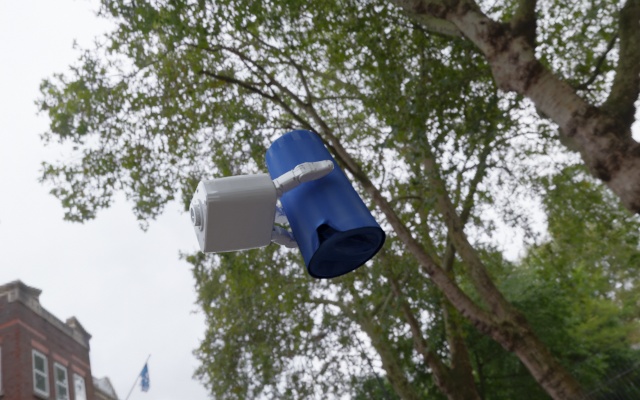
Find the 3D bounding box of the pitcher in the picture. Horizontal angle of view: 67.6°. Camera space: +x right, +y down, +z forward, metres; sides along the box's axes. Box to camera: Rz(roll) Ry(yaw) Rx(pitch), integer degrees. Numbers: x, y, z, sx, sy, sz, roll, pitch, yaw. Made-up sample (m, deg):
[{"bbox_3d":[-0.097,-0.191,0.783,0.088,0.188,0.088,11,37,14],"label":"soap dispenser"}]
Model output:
[{"bbox_3d":[0.000,0.003,0.801,0.145,0.242,0.149,-8,-38,-27],"label":"pitcher"}]
